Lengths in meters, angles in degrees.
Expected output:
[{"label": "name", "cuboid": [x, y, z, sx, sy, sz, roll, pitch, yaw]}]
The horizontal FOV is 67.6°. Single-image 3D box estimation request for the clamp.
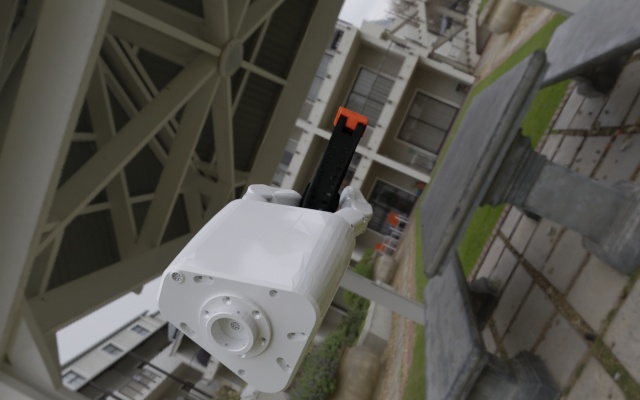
[{"label": "clamp", "cuboid": [-0.001, 0.001, 0.488, 0.036, 0.210, 0.164, 22, 26, 2]}]
